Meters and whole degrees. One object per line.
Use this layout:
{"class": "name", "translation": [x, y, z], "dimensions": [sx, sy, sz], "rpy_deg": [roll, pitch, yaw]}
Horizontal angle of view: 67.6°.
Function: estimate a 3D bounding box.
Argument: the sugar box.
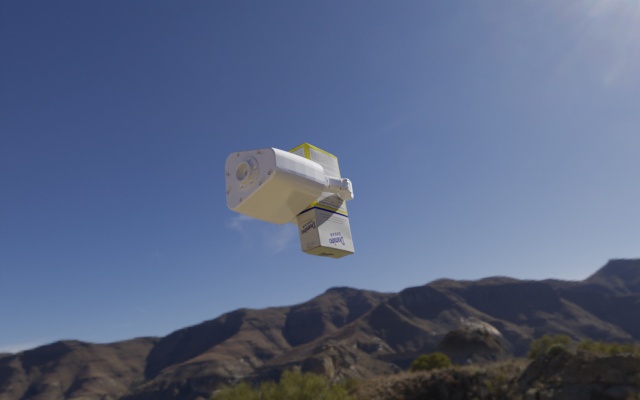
{"class": "sugar box", "translation": [0.000, 0.003, 0.780], "dimensions": [0.048, 0.176, 0.093], "rpy_deg": [-21, -24, 34]}
